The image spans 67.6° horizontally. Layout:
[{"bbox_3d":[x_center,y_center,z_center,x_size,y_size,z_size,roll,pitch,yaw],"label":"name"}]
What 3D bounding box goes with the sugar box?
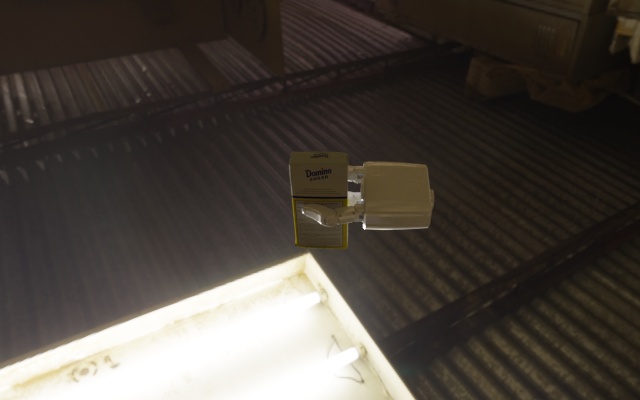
[{"bbox_3d":[0.000,0.002,0.797,0.093,0.176,0.048,2,35,4],"label":"sugar box"}]
